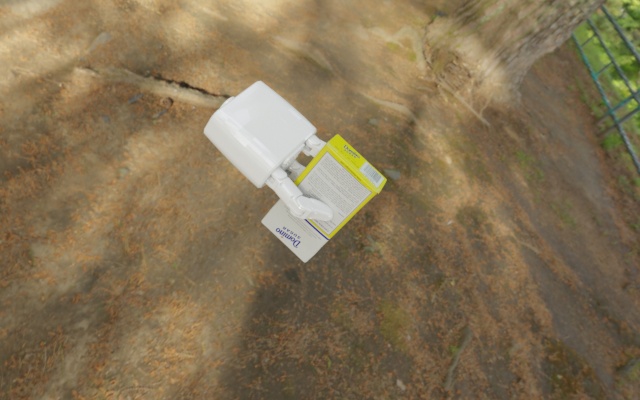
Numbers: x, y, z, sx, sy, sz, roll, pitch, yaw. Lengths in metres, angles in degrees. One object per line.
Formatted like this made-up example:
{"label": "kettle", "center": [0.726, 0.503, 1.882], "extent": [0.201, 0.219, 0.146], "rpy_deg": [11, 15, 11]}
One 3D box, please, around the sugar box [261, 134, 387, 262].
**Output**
{"label": "sugar box", "center": [0.000, 0.002, 0.667], "extent": [0.176, 0.093, 0.048], "rpy_deg": [-46, 0, 39]}
